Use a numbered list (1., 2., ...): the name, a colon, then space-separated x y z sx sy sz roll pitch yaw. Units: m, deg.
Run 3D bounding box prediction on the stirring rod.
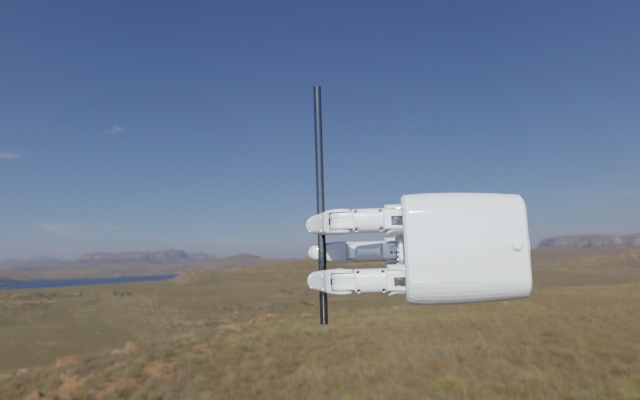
1. stirring rod: 0.000 0.002 0.481 0.011 0.239 0.011 -2 -7 0
